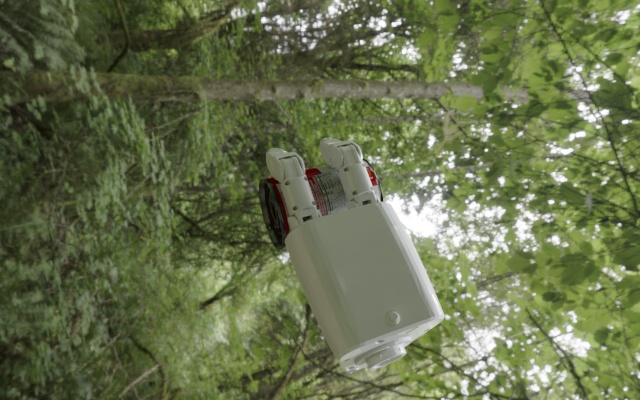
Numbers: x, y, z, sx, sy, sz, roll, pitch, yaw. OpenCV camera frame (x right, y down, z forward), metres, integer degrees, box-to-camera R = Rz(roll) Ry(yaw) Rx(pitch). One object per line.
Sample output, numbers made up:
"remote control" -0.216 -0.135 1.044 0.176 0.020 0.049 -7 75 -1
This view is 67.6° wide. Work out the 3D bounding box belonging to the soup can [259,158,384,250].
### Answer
"soup can" 0.000 0.001 0.455 0.102 0.068 0.068 -14 4 -18
